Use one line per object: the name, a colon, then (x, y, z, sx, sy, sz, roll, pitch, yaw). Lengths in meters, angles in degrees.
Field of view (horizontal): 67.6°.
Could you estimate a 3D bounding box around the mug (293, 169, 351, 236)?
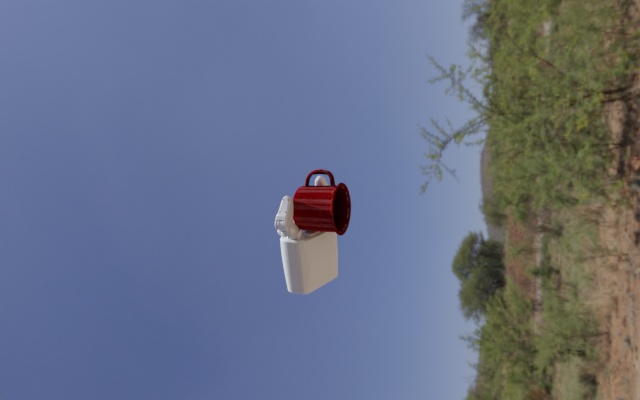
mug: (0.000, 0.001, 0.848, 0.081, 0.117, 0.093, 1, 14, 23)
